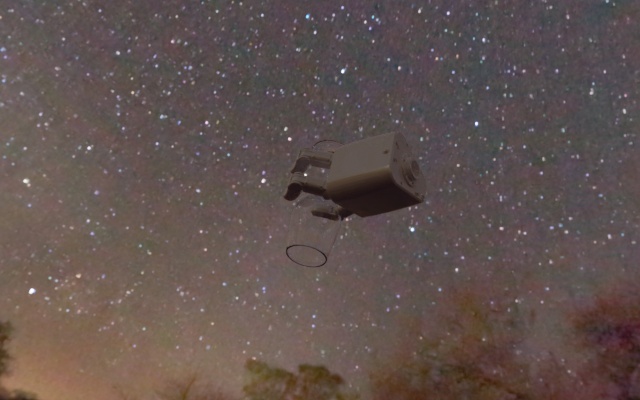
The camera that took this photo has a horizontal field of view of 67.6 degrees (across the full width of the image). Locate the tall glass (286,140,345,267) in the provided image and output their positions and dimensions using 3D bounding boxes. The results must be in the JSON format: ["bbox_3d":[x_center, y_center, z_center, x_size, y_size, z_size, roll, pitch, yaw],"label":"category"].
[{"bbox_3d":[0.000,0.002,0.749,0.079,0.201,0.079,10,-35,7],"label":"tall glass"}]
